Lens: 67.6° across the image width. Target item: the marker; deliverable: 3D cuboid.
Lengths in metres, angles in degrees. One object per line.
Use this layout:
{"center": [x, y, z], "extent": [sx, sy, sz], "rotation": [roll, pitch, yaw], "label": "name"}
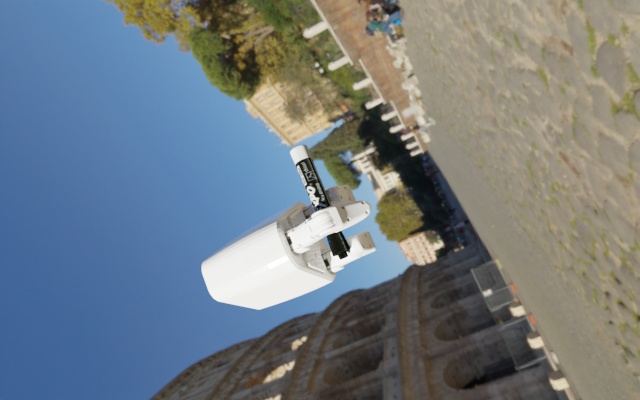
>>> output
{"center": [0.000, 0.002, 0.475], "extent": [0.020, 0.121, 0.020], "rotation": [-22, -12, -5], "label": "marker"}
